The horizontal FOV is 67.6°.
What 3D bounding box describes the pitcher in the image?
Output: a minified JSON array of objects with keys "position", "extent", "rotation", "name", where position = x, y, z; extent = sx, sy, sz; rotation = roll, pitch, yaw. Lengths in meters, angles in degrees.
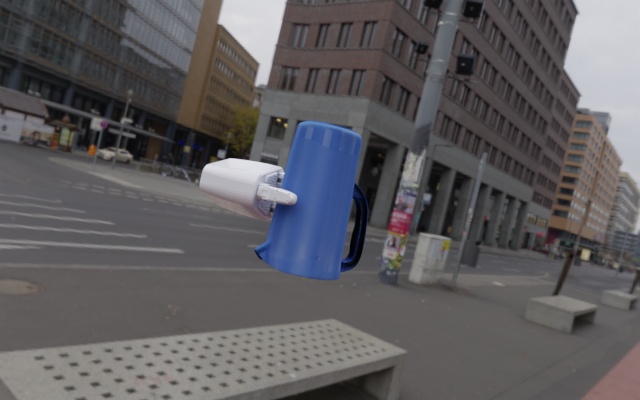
[{"position":[0.000,0.003,0.783],"extent":[0.145,0.243,0.149],"rotation":[13,1,20],"name":"pitcher"}]
